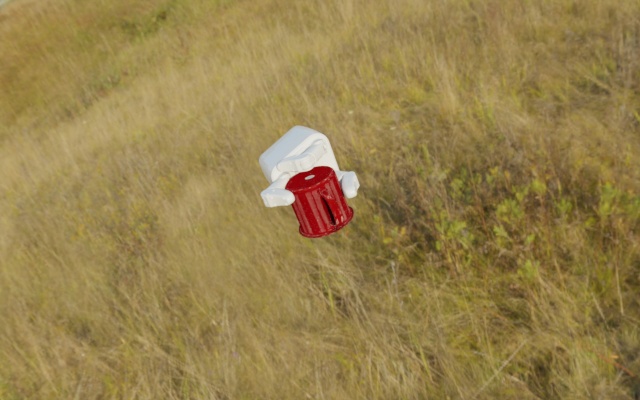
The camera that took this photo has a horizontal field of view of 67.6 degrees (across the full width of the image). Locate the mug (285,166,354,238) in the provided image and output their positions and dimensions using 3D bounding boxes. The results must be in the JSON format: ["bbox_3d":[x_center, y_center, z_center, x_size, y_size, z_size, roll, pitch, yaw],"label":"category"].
[{"bbox_3d":[0.001,0.003,0.729,0.093,0.081,0.117,-28,25,-12],"label":"mug"}]
